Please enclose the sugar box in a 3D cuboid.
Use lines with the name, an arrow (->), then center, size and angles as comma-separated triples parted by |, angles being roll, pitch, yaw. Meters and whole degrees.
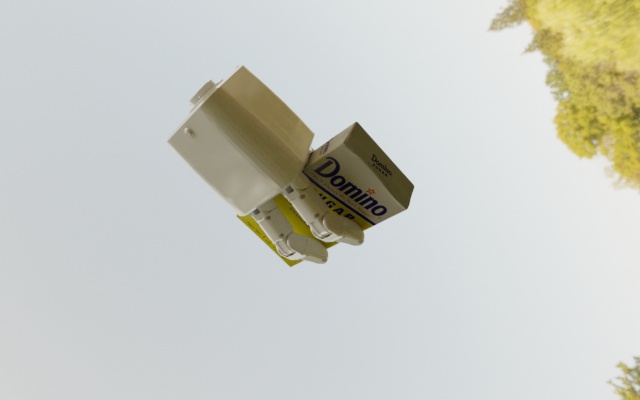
sugar box -> 0.000, 0.002, 0.504 | 0.176, 0.093, 0.048 | -31, 22, 41
